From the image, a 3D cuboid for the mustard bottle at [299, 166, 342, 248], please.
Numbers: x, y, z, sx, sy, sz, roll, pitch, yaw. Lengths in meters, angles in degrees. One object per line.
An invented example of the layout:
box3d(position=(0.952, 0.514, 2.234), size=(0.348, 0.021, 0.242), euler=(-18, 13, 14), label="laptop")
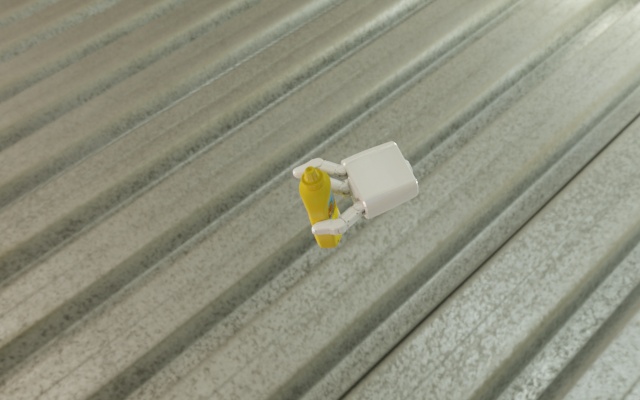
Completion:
box3d(position=(0.000, 0.003, 0.884), size=(0.058, 0.096, 0.192), euler=(-4, -36, 9), label="mustard bottle")
